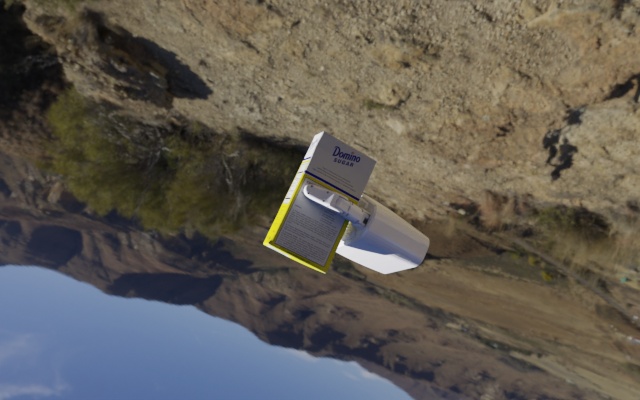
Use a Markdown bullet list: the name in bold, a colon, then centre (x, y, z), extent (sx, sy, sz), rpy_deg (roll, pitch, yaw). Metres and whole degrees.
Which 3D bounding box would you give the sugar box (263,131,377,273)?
- **sugar box**: centre (0.000, 0.002, 0.673), extent (0.093, 0.176, 0.048), rpy_deg (29, -12, -16)
